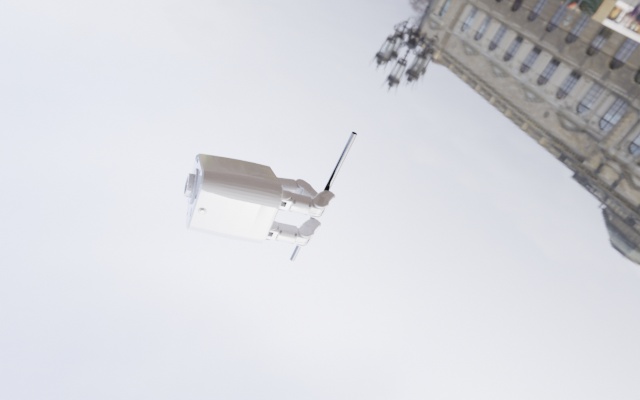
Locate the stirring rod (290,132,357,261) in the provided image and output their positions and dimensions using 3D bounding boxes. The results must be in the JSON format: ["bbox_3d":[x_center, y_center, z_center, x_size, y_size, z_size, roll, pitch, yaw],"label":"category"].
[{"bbox_3d":[0.000,0.002,0.699,0.011,0.240,0.011,18,33,-12],"label":"stirring rod"}]
